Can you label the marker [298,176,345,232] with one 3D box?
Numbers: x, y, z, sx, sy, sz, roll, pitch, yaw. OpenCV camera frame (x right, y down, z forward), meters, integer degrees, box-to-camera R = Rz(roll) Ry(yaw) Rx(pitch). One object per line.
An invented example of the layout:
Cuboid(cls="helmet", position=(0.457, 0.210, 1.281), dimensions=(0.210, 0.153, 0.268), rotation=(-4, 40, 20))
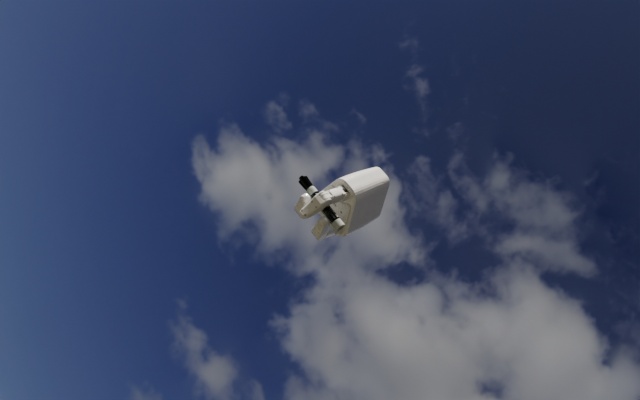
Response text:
Cuboid(cls="marker", position=(0.000, 0.003, 0.838), dimensions=(0.020, 0.121, 0.020), rotation=(-33, -20, -14))
